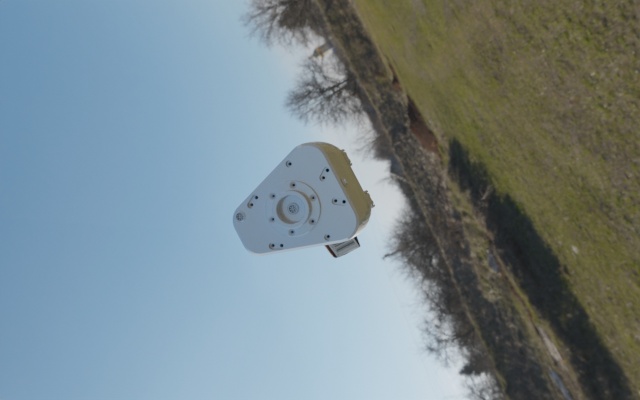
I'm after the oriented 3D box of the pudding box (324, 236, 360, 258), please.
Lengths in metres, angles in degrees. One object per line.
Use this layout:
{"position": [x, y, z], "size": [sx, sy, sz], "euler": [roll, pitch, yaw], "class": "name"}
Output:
{"position": [0.000, 0.002, 0.577], "size": [0.039, 0.113, 0.090], "euler": [-28, 27, 8], "class": "pudding box"}
